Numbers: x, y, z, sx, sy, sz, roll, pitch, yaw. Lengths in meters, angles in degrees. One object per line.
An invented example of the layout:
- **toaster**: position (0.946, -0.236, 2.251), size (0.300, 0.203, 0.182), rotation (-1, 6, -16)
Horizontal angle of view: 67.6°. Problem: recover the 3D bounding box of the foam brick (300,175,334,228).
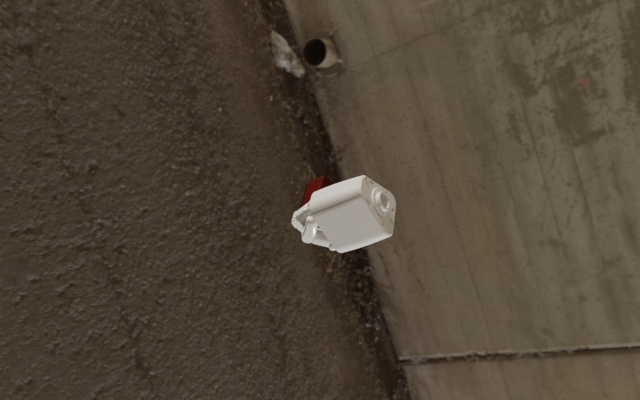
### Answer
- **foam brick**: position (0.000, 0.003, 0.890), size (0.051, 0.078, 0.053), rotation (-27, -53, 39)
